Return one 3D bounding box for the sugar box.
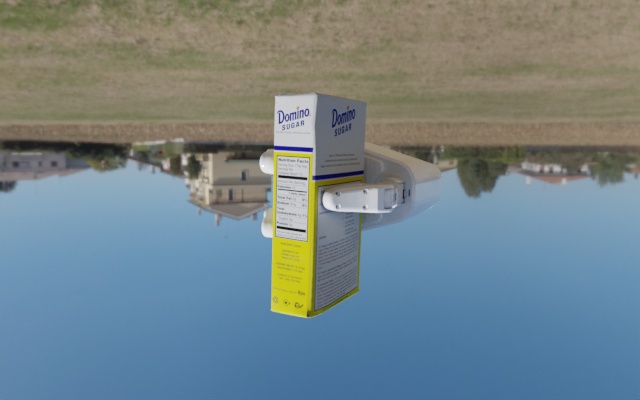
[{"bbox_3d":[0.000,0.001,0.408,0.048,0.176,0.093,3,7,29],"label":"sugar box"}]
